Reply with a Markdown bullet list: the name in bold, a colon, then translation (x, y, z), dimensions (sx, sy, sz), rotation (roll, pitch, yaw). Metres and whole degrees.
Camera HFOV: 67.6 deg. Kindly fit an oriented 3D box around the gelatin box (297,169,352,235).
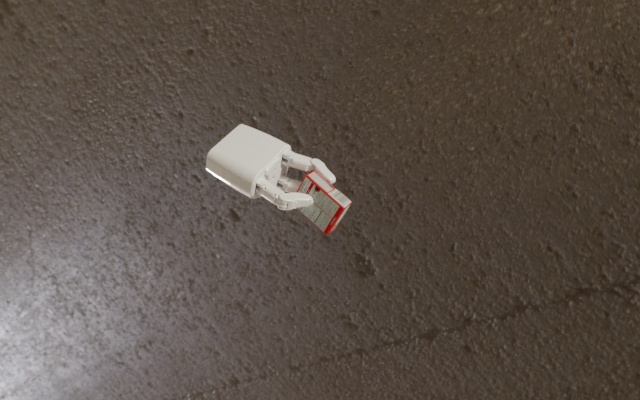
- **gelatin box**: translation (0.000, 0.003, 0.810), dimensions (0.089, 0.073, 0.030), rotation (42, 42, 13)
